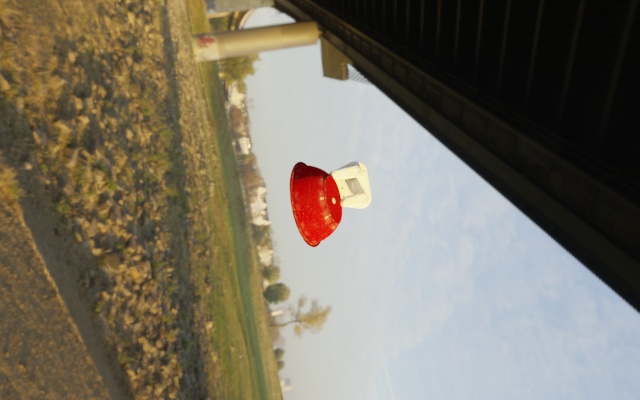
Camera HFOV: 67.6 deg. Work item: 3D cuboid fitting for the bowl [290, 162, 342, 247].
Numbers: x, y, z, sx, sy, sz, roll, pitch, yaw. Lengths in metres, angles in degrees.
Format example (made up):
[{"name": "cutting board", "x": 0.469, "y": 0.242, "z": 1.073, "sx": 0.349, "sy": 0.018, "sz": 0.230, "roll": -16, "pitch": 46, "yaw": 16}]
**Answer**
[{"name": "bowl", "x": 0.000, "y": 0.003, "z": 0.879, "sx": 0.055, "sy": 0.162, "sz": 0.162, "roll": -10, "pitch": -3, "yaw": 19}]
